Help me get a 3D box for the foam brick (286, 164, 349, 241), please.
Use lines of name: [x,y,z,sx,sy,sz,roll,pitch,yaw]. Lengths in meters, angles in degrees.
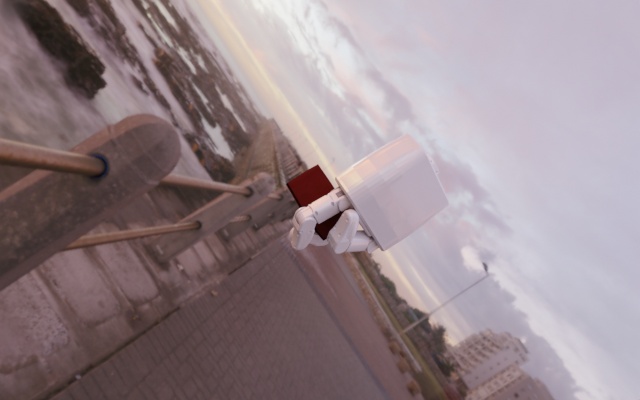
foam brick: [0.000,0.002,0.626,0.051,0.078,0.053,-34,-40,2]
